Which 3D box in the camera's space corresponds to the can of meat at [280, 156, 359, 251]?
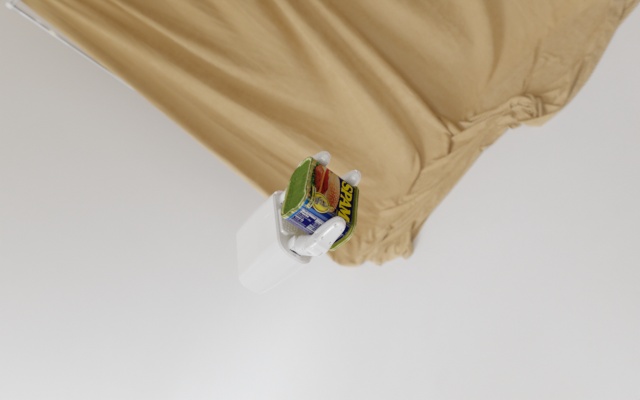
[{"bbox_3d":[0.000,0.002,0.632,0.084,0.102,0.057,34,-51,-22],"label":"can of meat"}]
